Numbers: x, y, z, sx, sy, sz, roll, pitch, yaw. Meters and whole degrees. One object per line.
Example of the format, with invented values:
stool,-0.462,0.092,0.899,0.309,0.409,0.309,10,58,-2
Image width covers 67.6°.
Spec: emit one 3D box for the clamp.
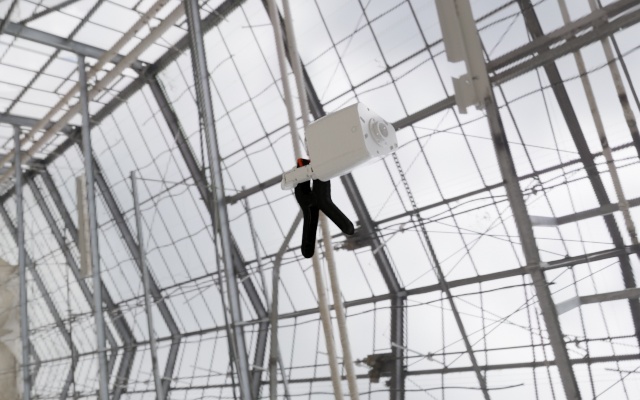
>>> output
clamp,0.000,0.003,0.796,0.120,0.171,0.039,-21,-16,38
